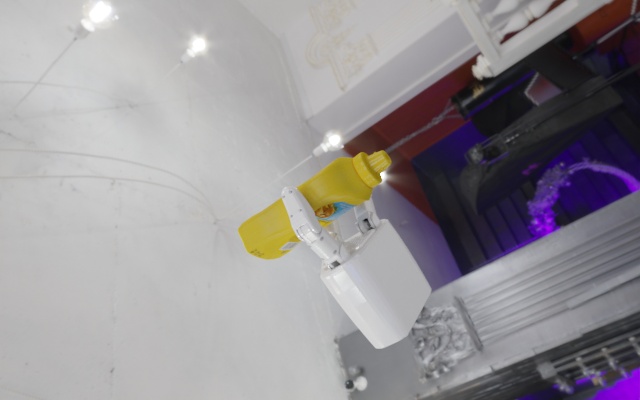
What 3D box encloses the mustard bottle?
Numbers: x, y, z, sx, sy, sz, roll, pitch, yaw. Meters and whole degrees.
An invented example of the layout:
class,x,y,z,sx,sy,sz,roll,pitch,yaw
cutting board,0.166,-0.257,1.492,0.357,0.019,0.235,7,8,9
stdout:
class,x,y,z,sx,sy,sz,roll,pitch,yaw
mustard bottle,0.000,0.002,0.560,0.192,0.058,0.096,-33,-18,23
